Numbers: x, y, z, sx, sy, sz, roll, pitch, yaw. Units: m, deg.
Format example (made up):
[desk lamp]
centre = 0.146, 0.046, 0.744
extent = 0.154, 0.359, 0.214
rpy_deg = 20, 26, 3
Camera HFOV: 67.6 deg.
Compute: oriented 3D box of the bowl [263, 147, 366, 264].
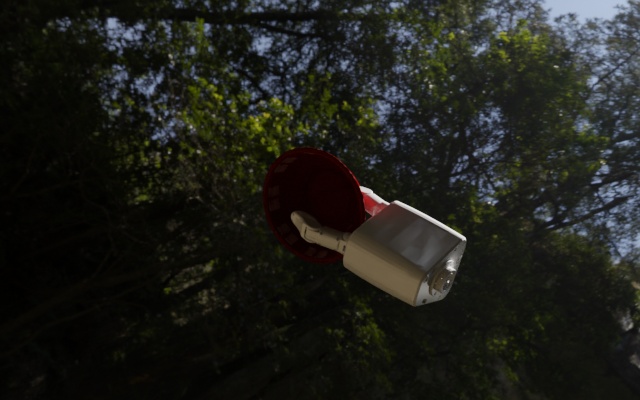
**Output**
[bowl]
centre = -0.001, 0.001, 0.658
extent = 0.162, 0.162, 0.055
rpy_deg = 0, 16, 32
